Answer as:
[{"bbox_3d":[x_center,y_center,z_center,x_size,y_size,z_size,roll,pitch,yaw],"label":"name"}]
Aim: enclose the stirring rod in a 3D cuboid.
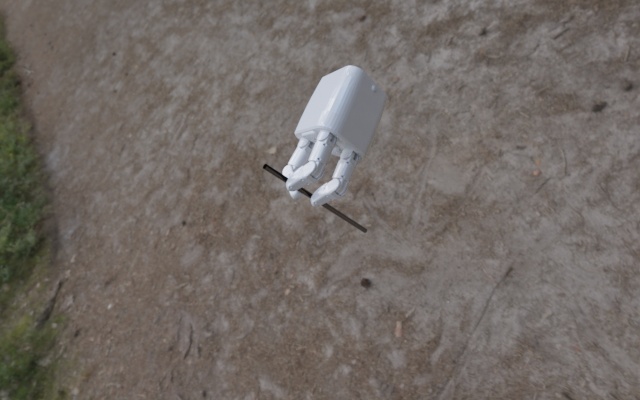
[{"bbox_3d":[0.000,0.002,0.732,0.011,0.011,0.240,0,-24,44],"label":"stirring rod"}]
